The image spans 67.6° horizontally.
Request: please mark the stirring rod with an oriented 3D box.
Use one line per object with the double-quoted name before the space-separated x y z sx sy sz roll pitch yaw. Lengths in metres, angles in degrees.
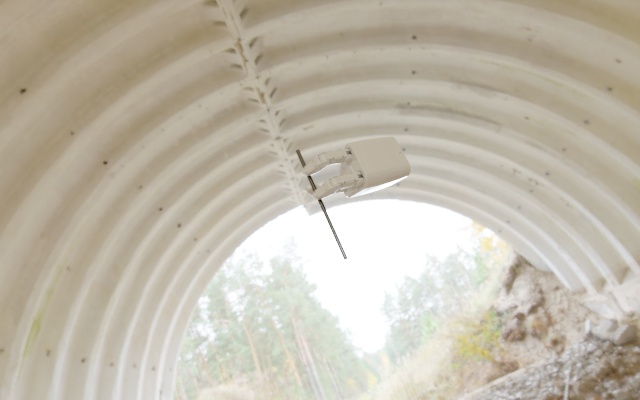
"stirring rod" 0.000 0.003 0.897 0.011 0.239 0.011 -20 -23 -9
